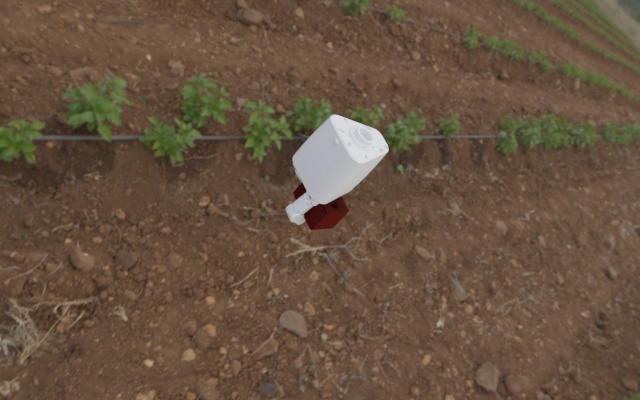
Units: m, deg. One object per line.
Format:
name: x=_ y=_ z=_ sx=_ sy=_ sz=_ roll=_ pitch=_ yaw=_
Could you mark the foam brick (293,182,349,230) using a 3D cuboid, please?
foam brick: x=0.000 y=0.003 z=0.794 sx=0.053 sy=0.078 sz=0.051 roll=-4 pitch=-30 yaw=-44
